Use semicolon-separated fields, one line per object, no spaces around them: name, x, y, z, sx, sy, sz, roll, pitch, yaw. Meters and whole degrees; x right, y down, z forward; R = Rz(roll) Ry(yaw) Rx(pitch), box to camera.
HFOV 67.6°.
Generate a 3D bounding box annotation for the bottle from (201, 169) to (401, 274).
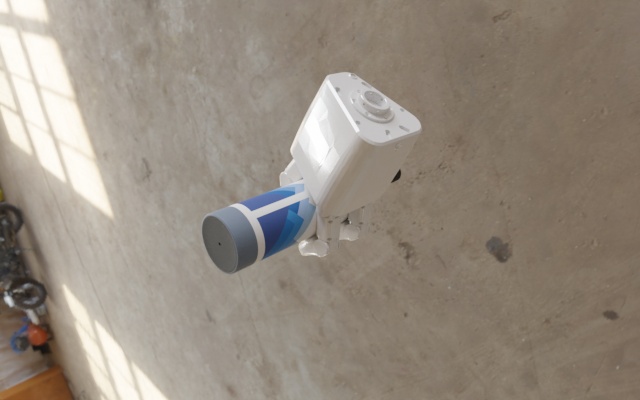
bottle;0.000;0.002;0.582;0.295;0.069;0.069;-23;15;-40
